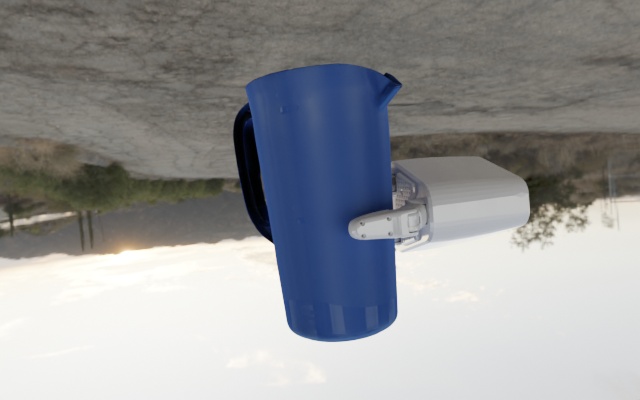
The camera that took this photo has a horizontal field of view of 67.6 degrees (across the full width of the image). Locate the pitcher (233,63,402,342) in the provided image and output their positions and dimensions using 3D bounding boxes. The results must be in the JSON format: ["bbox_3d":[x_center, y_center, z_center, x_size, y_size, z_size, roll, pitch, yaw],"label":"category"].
[{"bbox_3d":[0.000,0.001,0.461,0.145,0.243,0.149,-7,4,-13],"label":"pitcher"}]
